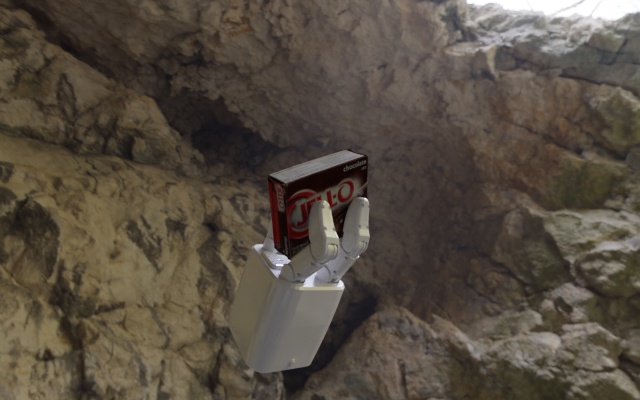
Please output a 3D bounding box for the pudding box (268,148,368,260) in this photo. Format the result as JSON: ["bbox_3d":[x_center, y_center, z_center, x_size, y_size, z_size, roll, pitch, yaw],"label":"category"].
[{"bbox_3d":[0.000,0.002,0.516,0.113,0.090,0.039,-24,36,-34],"label":"pudding box"}]
